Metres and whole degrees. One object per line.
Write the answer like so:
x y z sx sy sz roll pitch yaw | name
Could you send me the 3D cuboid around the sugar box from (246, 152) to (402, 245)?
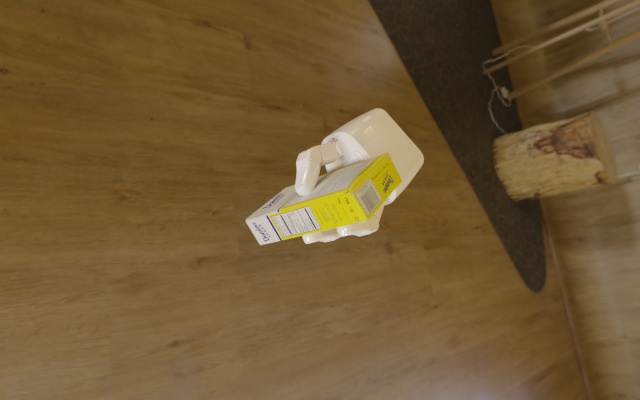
0.001 0.002 0.572 0.176 0.048 0.093 -19 16 43 | sugar box
